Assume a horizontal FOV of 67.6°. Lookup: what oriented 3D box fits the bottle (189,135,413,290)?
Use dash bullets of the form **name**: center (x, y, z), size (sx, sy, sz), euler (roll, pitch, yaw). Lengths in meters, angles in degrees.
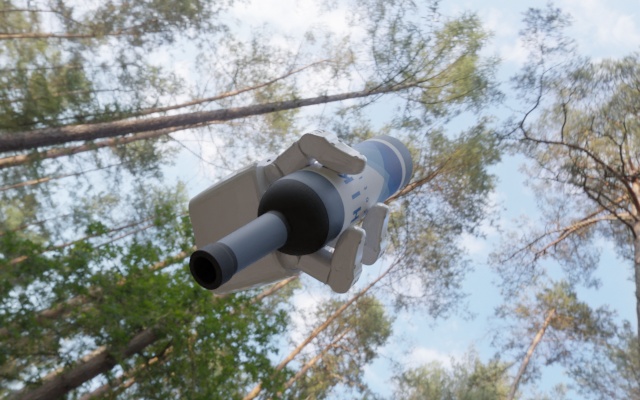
- **bottle**: center (0.000, 0.001, 0.420), size (0.069, 0.069, 0.295), euler (0, 17, 31)
